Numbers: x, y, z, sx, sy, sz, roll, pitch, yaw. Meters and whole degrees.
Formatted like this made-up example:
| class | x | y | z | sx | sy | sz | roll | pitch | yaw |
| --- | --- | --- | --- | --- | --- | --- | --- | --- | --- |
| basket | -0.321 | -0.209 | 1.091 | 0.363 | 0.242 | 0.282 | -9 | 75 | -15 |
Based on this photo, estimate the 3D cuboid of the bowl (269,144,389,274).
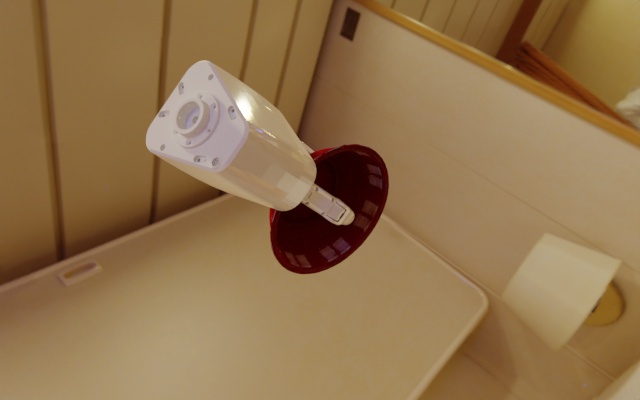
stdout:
| class | x | y | z | sx | sy | sz | roll | pitch | yaw |
| --- | --- | --- | --- | --- | --- | --- | --- | --- | --- |
| bowl | 0.000 | 0.002 | 0.541 | 0.162 | 0.162 | 0.055 | 0 | 28 | -41 |
